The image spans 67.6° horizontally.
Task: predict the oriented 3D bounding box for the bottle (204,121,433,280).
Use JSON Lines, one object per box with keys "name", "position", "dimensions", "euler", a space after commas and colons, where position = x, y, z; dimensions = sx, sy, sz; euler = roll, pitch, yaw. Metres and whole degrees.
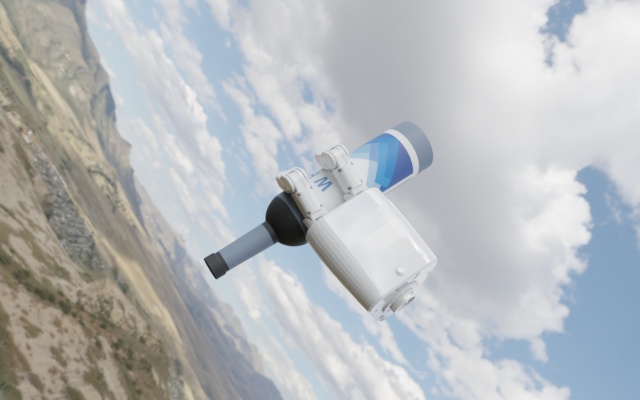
{"name": "bottle", "position": [0.000, 0.002, 0.560], "dimensions": [0.295, 0.069, 0.069], "euler": [-31, 10, -18]}
